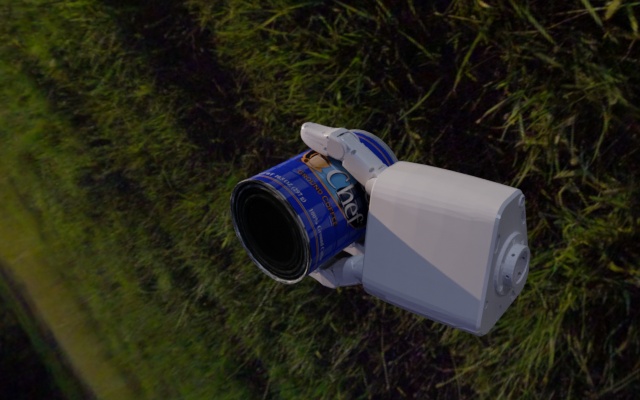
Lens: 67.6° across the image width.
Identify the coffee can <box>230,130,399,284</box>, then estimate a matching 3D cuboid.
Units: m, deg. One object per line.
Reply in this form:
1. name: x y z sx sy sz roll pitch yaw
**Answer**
1. coffee can: 0.000 0.001 0.461 0.103 0.103 0.140 0 23 47
